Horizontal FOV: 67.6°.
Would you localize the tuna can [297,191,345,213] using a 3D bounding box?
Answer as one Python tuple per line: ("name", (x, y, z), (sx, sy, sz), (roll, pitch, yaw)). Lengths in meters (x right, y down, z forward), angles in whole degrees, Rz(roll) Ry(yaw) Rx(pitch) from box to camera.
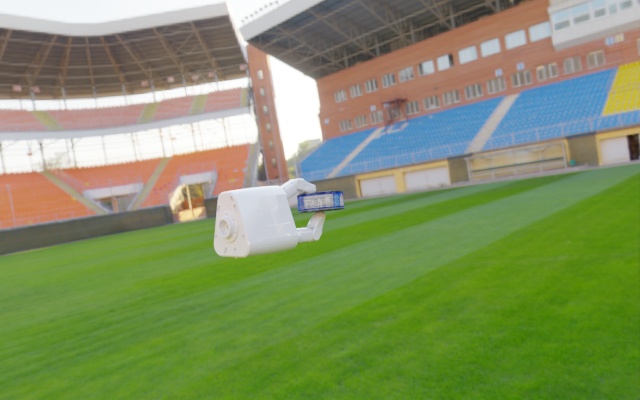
("tuna can", (0.000, 0.002, 0.869), (0.086, 0.034, 0.086), (-5, -3, 0))
